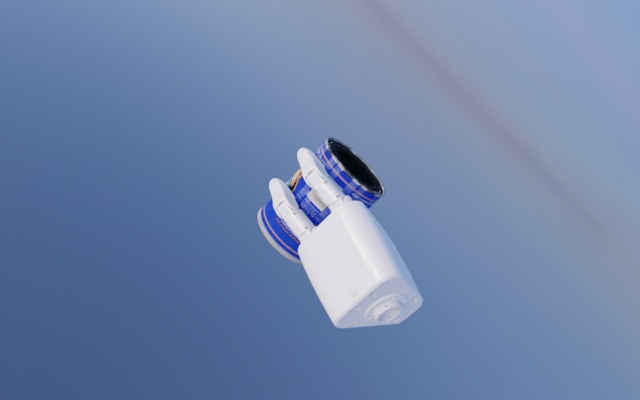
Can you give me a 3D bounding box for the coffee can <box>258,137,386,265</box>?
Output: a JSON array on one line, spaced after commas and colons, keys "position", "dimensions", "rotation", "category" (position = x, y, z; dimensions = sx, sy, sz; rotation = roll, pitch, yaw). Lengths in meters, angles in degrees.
[{"position": [0.000, 0.002, 0.630], "dimensions": [0.140, 0.102, 0.103], "rotation": [-45, -19, 20], "category": "coffee can"}]
